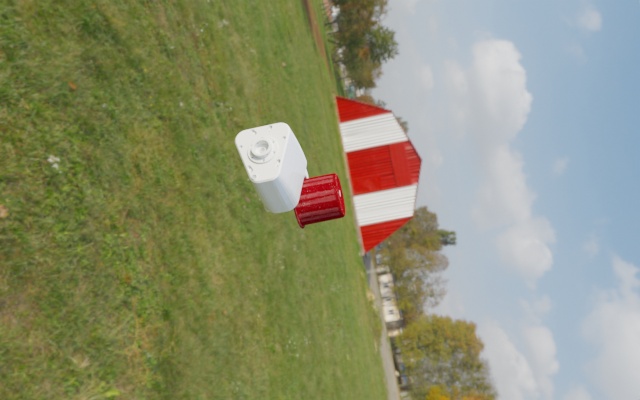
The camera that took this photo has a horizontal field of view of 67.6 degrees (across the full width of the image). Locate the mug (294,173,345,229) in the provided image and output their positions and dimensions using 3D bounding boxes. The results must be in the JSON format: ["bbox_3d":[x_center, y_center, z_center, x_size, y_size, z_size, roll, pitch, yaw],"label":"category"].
[{"bbox_3d":[0.001,0.003,0.867,0.081,0.093,0.117,-11,-27,8],"label":"mug"}]
